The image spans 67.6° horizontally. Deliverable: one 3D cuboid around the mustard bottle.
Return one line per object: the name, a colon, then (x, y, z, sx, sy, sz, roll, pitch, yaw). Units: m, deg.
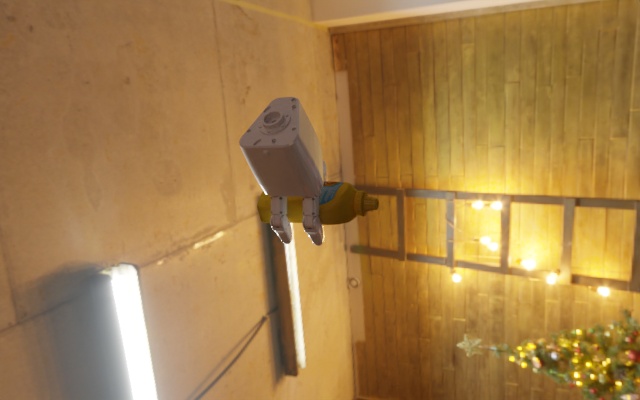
mustard bottle: (0.000, 0.003, 0.777, 0.191, 0.058, 0.096, 1, 28, 23)
